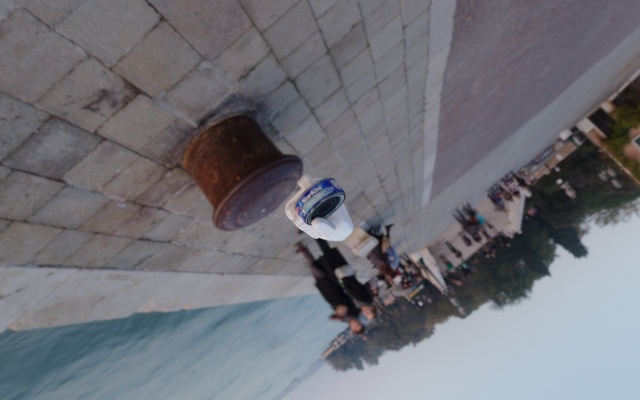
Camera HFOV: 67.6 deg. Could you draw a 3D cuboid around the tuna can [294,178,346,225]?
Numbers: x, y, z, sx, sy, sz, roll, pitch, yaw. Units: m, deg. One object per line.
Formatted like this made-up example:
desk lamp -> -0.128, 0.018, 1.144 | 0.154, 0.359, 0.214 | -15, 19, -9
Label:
tuna can -> 0.000, 0.003, 0.797 | 0.086, 0.033, 0.086 | -32, -21, -14
